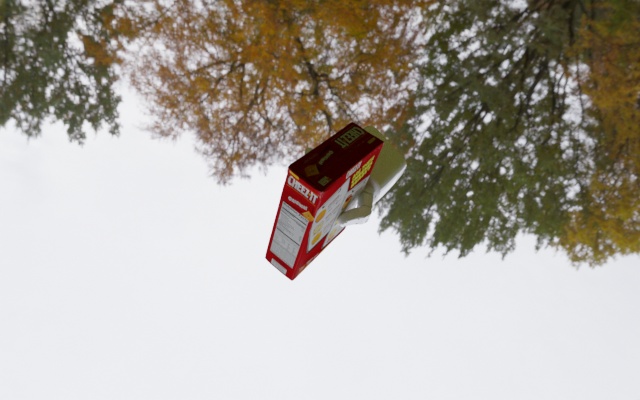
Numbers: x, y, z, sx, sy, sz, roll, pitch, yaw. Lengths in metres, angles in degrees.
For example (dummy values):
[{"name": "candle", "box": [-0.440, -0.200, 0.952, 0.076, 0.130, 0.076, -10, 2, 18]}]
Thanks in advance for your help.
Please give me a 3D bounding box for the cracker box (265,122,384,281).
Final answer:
[{"name": "cracker box", "box": [0.000, 0.003, 0.751, 0.072, 0.214, 0.164, 35, 47, 16]}]
